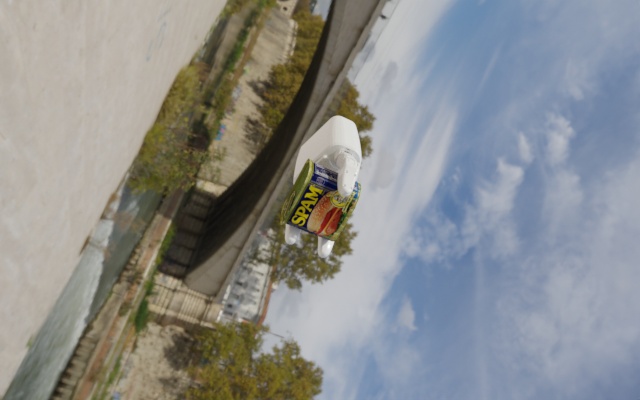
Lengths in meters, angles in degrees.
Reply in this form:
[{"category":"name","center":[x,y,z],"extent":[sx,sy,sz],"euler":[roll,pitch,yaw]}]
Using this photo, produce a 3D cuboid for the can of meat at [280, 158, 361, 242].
[{"category":"can of meat","center":[0.000,0.002,0.690],"extent":[0.084,0.102,0.057],"euler":[22,29,-14]}]
